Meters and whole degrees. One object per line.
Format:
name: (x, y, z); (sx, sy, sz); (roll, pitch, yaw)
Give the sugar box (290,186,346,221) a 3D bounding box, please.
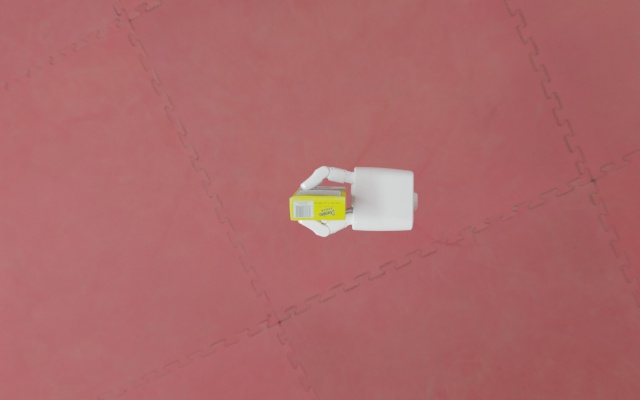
sugar box: (0.000, 0.003, 0.865); (0.093, 0.048, 0.176); (1, 5, 3)
